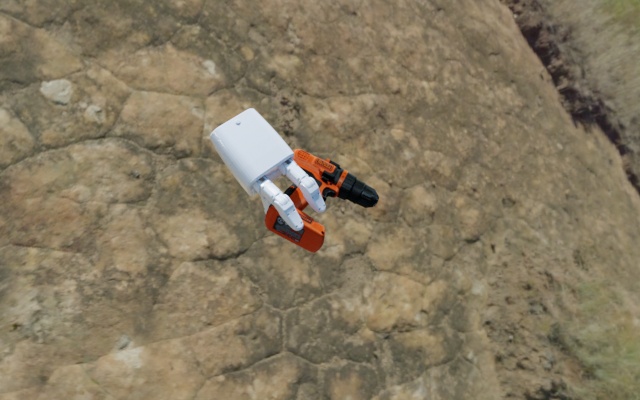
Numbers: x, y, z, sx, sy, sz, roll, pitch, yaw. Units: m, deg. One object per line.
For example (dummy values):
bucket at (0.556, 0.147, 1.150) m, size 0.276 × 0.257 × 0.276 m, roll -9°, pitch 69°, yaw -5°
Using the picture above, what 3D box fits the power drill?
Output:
power drill at (0.000, 0.003, 0.836) m, size 0.184 × 0.057 × 0.187 m, roll 26°, pitch 42°, yaw 3°
